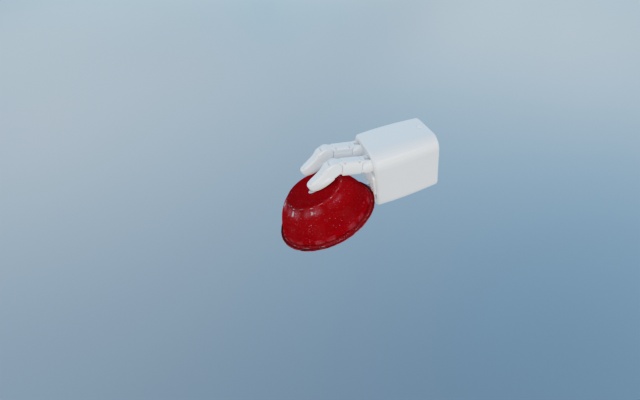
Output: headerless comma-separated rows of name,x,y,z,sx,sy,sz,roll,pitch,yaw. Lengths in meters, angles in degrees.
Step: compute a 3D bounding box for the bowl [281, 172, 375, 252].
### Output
bowl,-0.001,0.003,0.742,0.162,0.055,0.162,-19,35,14
